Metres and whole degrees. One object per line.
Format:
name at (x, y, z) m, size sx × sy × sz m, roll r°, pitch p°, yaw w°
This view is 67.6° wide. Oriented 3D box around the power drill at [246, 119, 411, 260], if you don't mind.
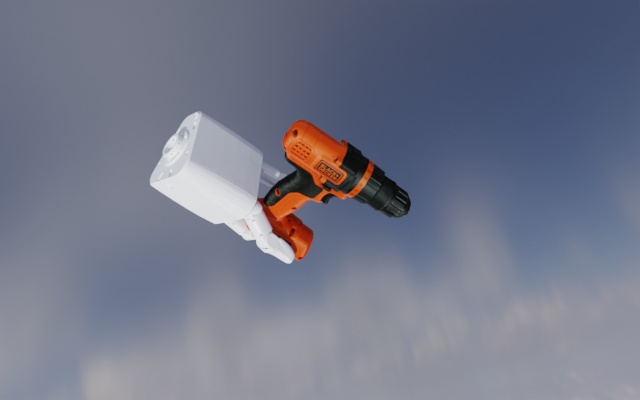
power drill at (0.000, 0.002, 0.635) m, size 0.184 × 0.057 × 0.188 m, roll 34°, pitch -52°, yaw -12°
